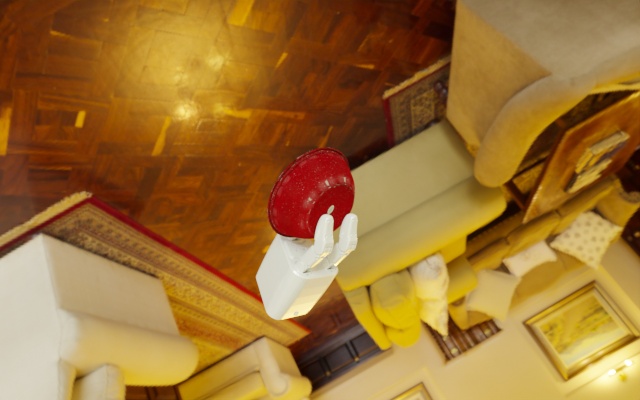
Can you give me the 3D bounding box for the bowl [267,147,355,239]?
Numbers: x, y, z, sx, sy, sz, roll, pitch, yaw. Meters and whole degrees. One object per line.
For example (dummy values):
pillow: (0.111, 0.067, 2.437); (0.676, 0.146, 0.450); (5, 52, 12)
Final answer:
bowl: (0.001, 0.001, 0.732); (0.162, 0.162, 0.055); (0, 29, -45)
